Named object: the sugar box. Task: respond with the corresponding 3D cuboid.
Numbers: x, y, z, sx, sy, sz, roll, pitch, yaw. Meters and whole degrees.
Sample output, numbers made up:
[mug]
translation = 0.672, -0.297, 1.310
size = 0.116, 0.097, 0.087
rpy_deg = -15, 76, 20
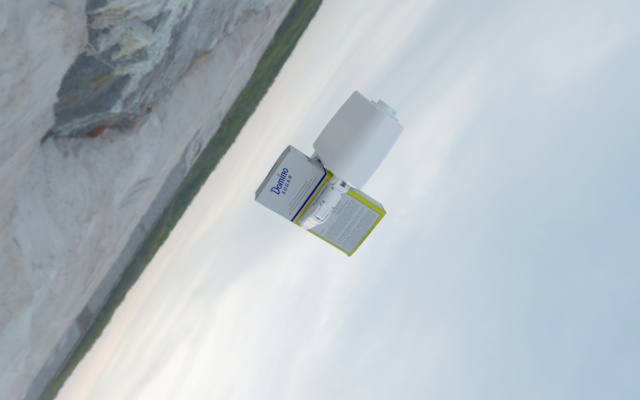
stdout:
[sugar box]
translation = 0.000, 0.002, 0.713
size = 0.176, 0.093, 0.048
rpy_deg = 33, 15, -15
